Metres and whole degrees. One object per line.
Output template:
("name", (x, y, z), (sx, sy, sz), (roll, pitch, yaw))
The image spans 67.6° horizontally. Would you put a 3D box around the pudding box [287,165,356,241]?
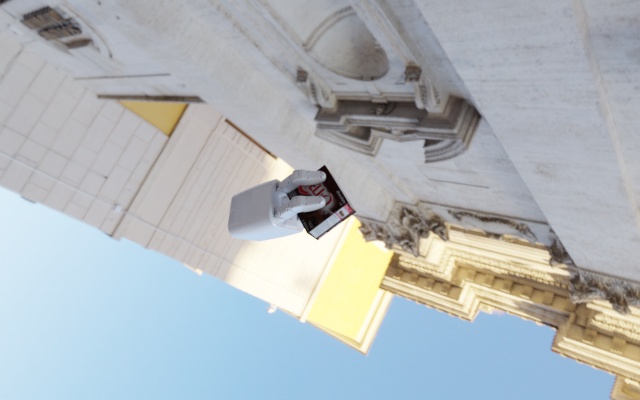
("pudding box", (0.000, 0.003, 0.846), (0.090, 0.113, 0.039), (-38, -42, 8))
